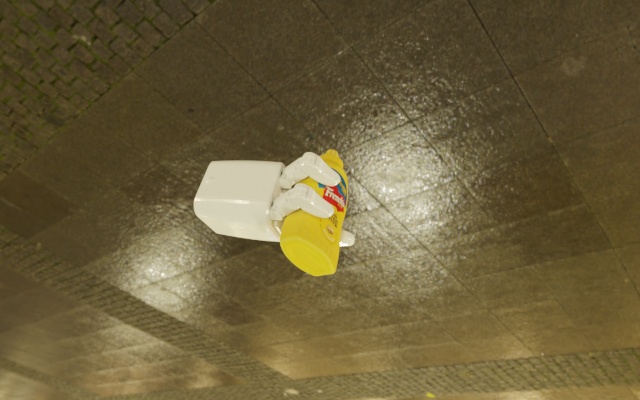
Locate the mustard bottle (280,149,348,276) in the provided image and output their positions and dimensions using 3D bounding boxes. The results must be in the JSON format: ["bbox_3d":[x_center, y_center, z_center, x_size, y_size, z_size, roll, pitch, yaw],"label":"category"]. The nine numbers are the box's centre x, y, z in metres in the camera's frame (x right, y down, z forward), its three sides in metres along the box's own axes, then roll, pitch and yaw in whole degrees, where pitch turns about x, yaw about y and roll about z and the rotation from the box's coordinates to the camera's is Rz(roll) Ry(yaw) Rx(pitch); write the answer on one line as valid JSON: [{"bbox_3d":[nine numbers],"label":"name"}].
[{"bbox_3d":[0.000,0.002,0.672,0.058,0.191,0.096,-14,-45,31],"label":"mustard bottle"}]
